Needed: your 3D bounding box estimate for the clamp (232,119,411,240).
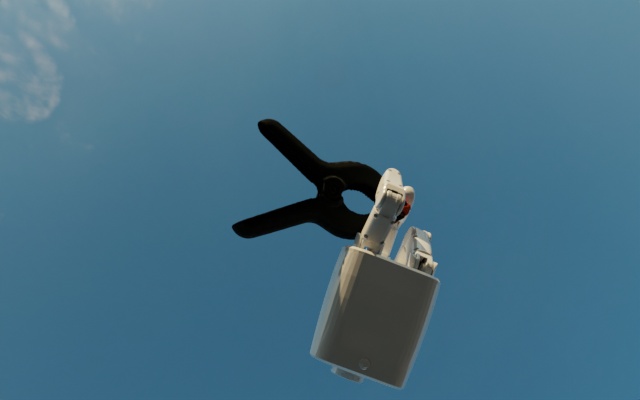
[{"bbox_3d":[0.000,0.002,0.466,0.171,0.120,0.039,22,-12,-4],"label":"clamp"}]
